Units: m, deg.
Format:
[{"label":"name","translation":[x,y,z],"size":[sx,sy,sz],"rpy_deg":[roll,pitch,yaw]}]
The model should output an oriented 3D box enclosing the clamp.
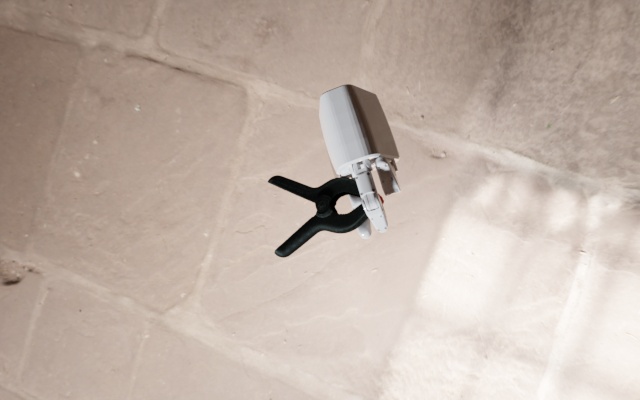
[{"label":"clamp","translation":[0.000,0.002,0.677],"size":[0.171,0.120,0.039],"rpy_deg":[-19,-8,13]}]
